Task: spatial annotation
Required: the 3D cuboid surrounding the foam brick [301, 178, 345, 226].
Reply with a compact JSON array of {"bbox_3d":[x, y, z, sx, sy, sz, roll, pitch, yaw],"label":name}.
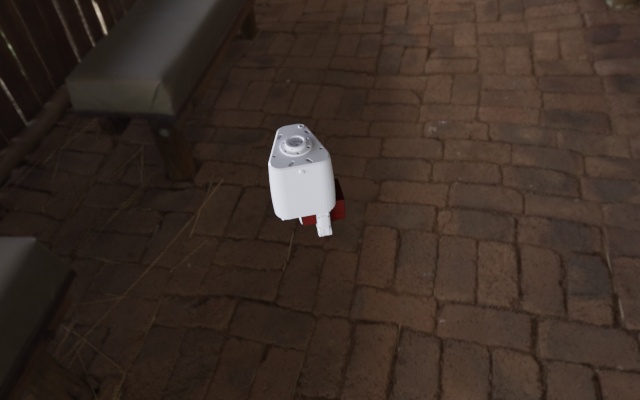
[{"bbox_3d":[0.000,0.003,0.818,0.078,0.053,0.051,-11,-44,-5],"label":"foam brick"}]
